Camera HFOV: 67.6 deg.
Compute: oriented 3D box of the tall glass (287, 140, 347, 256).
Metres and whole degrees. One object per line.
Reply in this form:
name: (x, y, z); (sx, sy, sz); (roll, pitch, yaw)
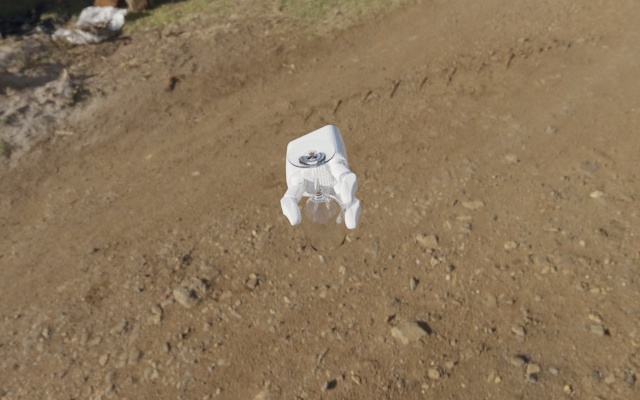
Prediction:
tall glass: (0.000, 0.002, 0.789); (0.079, 0.201, 0.079); (-6, 40, 5)
